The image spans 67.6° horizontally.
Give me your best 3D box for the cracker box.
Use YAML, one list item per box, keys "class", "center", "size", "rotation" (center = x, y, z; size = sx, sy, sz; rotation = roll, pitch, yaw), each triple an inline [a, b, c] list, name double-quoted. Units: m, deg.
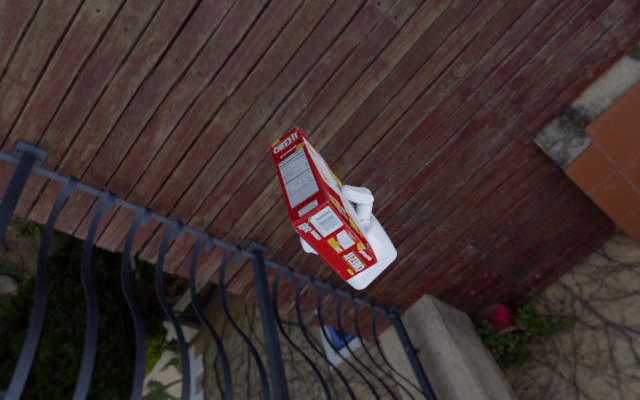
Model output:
- class: "cracker box"
  center: [0.000, 0.003, 0.781]
  size: [0.072, 0.213, 0.164]
  rotation: [-33, -51, 9]
